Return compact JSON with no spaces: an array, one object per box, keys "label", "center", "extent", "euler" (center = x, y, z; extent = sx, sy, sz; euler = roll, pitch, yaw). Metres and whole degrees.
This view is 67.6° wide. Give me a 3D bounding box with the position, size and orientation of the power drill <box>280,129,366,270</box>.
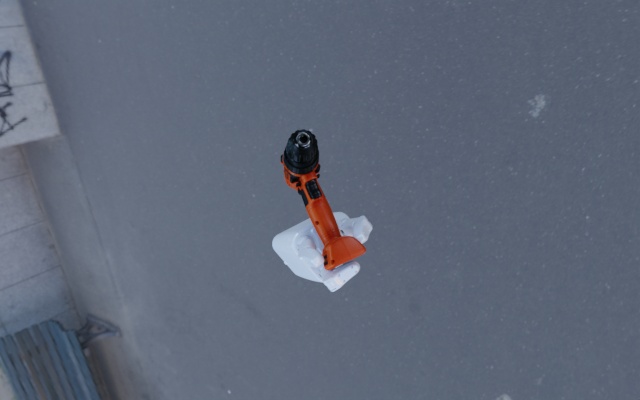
[{"label":"power drill","center":[0.000,0.003,0.686],"extent":[0.057,0.187,0.184],"euler":[-22,-10,-7]}]
